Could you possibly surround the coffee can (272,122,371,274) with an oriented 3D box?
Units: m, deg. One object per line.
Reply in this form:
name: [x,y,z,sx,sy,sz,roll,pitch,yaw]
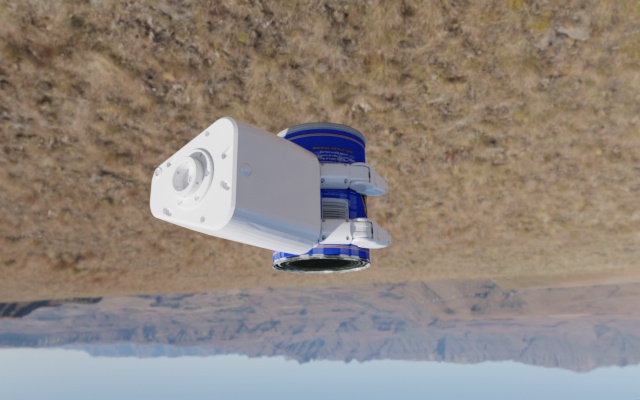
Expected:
coffee can: [0.000,0.002,0.513,0.103,0.140,0.103,-1,-17,0]
